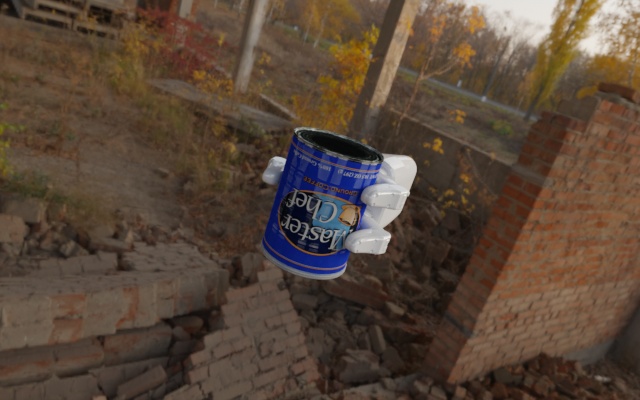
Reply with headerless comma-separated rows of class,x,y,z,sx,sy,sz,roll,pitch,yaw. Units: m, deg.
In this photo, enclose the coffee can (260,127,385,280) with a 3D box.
coffee can,0.000,0.002,0.533,0.103,0.140,0.102,16,19,-6
